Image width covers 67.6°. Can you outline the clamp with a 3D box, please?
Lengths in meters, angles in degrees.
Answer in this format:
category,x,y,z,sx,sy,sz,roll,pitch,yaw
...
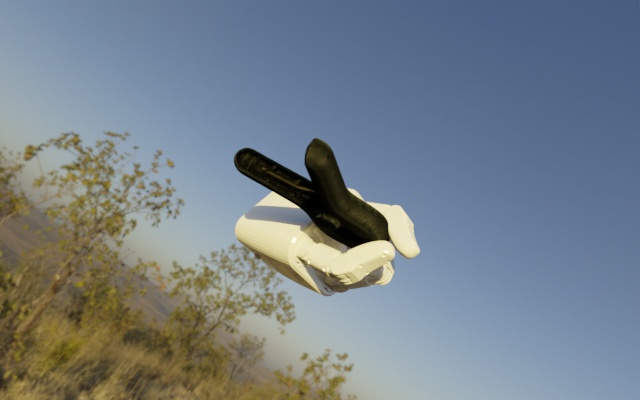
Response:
category,x,y,z,sx,sy,sz,roll,pitch,yaw
clamp,0.001,0.001,0.440,0.120,0.039,0.171,15,-26,45
